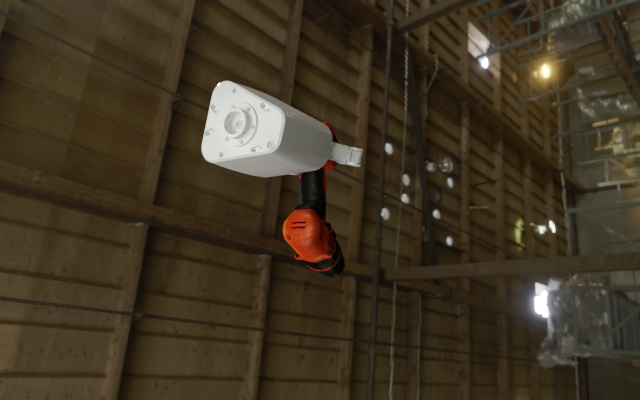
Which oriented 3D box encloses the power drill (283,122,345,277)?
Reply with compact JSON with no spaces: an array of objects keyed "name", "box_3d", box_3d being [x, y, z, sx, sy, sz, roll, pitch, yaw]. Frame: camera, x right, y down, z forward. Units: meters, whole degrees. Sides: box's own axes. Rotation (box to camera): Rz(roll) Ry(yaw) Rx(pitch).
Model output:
[{"name":"power drill","box_3d":[0.000,0.002,0.658,0.057,0.187,0.184,-5,-24,12]}]
